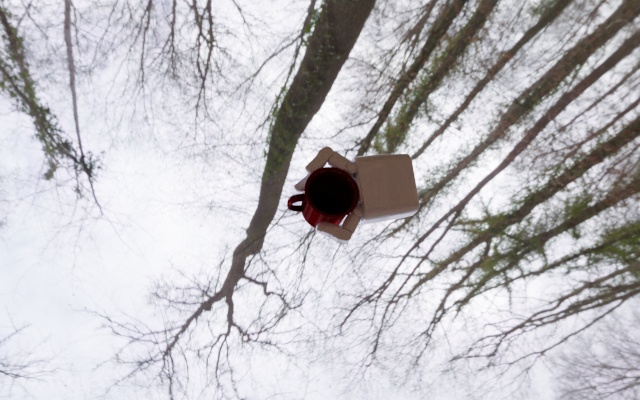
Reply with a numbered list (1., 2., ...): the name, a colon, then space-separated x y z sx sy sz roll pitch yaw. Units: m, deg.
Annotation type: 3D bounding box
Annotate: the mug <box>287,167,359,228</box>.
1. mug: -0.001 0.003 0.821 0.117 0.093 0.081 -7 -22 -15
